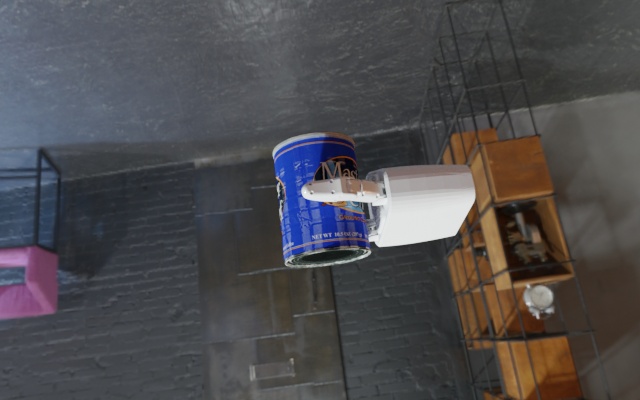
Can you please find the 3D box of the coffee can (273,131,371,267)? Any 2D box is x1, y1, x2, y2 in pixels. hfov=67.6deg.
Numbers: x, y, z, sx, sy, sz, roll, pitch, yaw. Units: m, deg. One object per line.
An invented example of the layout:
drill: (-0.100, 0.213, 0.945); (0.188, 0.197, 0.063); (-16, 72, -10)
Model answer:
coffee can: (0.000, 0.002, 0.577); (0.103, 0.140, 0.103); (-7, -16, -2)
